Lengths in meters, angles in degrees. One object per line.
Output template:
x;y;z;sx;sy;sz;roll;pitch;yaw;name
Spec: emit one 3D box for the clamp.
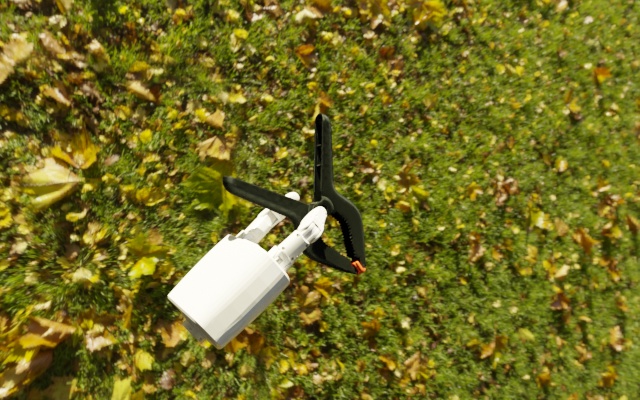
0.001;0.003;0.615;0.164;0.210;0.036;-44;13;-19;clamp
